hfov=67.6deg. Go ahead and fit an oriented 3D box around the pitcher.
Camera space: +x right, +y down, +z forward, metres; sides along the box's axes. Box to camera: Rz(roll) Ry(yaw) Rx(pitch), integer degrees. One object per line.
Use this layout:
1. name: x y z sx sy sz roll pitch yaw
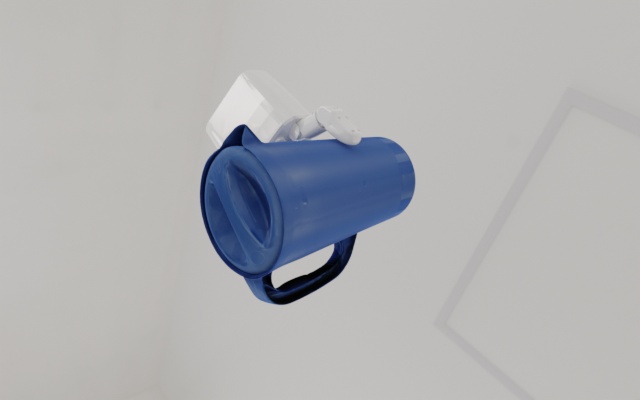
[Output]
1. pitcher: 0.000 0.002 0.541 0.243 0.149 0.145 -14 54 -44
